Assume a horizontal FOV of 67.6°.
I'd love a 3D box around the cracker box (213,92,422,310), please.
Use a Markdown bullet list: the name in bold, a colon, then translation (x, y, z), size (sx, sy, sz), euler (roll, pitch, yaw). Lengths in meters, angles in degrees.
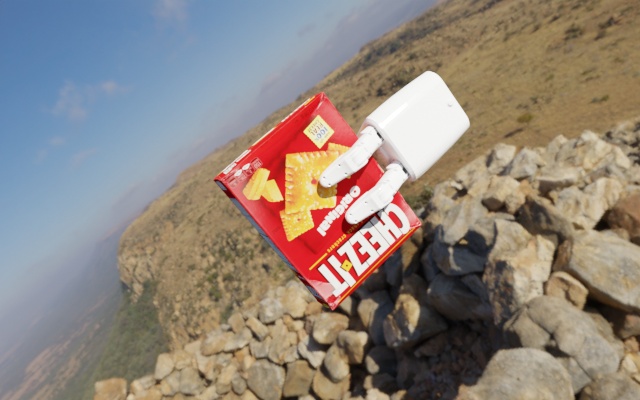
- **cracker box**: translation (0.000, 0.002, 0.597), size (0.164, 0.214, 0.072), euler (-42, 13, -12)
